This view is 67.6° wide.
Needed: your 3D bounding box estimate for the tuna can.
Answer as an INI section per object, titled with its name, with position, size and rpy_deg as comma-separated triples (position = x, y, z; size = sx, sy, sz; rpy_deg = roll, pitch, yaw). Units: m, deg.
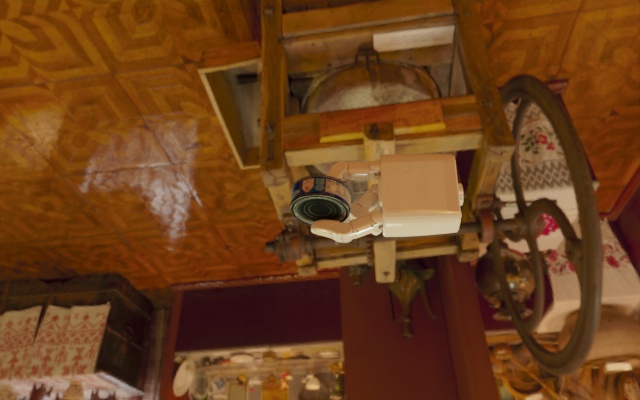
[tuna can]
position = 0.000, 0.003, 0.670
size = 0.086, 0.033, 0.086
rpy_deg = 4, -33, 2
